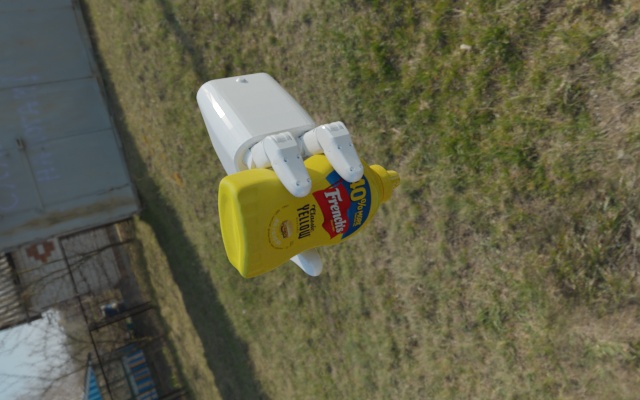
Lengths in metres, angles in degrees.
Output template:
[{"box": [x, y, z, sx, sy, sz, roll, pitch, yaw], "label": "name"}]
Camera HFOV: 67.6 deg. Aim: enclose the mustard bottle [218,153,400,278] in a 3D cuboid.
[{"box": [0.000, 0.002, 0.466, 0.191, 0.096, 0.058, -18, 30, -29], "label": "mustard bottle"}]
